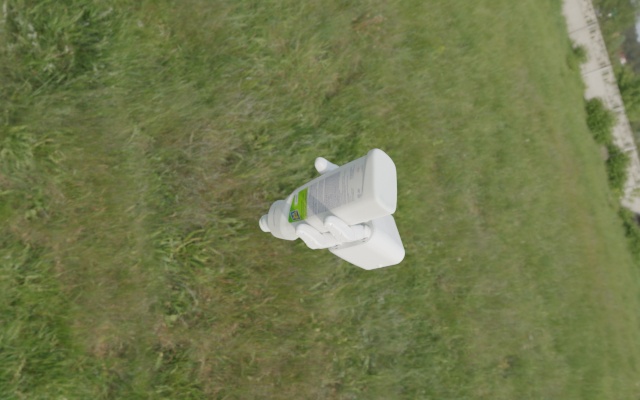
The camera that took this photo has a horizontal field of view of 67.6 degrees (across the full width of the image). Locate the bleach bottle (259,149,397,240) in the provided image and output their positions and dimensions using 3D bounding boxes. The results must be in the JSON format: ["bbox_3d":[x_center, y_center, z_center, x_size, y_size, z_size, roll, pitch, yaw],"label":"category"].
[{"bbox_3d":[0.000,0.003,0.780,0.251,0.102,0.068,-18,-35,35],"label":"bleach bottle"}]
